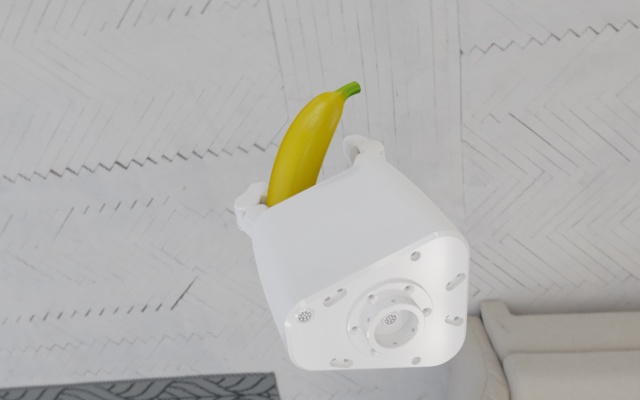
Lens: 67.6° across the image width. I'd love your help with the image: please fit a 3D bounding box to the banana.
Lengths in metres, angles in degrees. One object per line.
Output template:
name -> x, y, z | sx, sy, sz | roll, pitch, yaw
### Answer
banana -> -0.014, -0.003, 0.392 | 0.069, 0.198, 0.037 | 4, 19, -38
